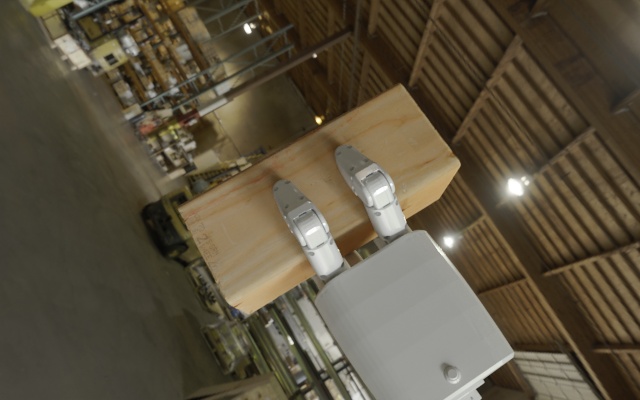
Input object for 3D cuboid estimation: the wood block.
[{"bbox_3d":[0.000,0.002,0.409,0.206,0.090,0.091,-30,-17,-8],"label":"wood block"}]
